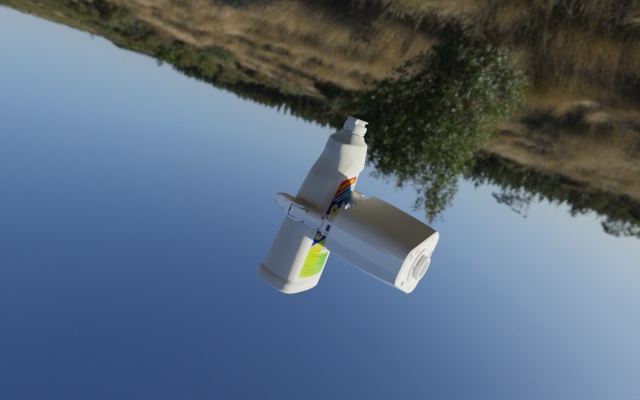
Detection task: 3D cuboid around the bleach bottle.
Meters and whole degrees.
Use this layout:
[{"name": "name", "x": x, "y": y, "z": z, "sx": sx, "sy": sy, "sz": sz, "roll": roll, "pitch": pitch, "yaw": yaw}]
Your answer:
[{"name": "bleach bottle", "x": 0.000, "y": 0.002, "z": 0.669, "sx": 0.068, "sy": 0.251, "sz": 0.102, "roll": 28, "pitch": 12, "yaw": 26}]
